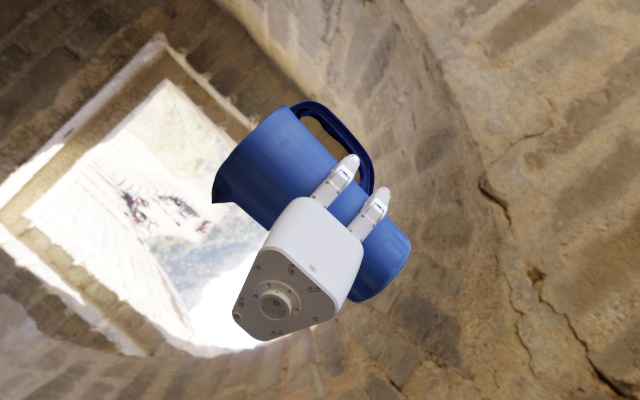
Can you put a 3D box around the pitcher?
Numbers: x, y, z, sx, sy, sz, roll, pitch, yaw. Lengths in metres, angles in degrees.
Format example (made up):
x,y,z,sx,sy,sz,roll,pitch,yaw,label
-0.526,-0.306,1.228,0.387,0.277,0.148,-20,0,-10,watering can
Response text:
x,y,z,sx,sy,sz,roll,pitch,yaw,label
0.000,0.002,0.597,0.149,0.243,0.145,-43,6,27,pitcher
